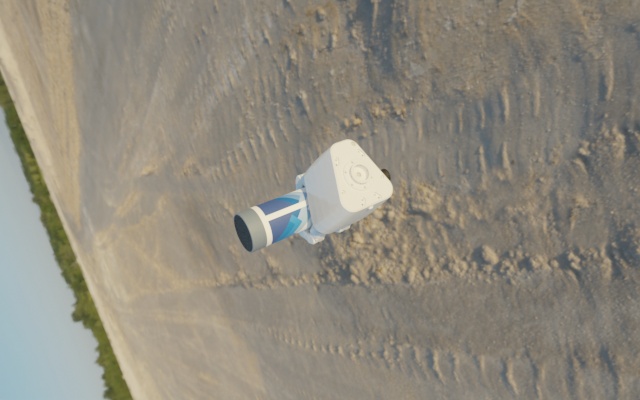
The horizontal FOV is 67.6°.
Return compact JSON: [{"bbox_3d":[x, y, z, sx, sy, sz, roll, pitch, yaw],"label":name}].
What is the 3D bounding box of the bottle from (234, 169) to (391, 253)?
[{"bbox_3d":[0.000,0.003,0.815,0.295,0.069,0.069,-22,10,-28],"label":"bottle"}]
